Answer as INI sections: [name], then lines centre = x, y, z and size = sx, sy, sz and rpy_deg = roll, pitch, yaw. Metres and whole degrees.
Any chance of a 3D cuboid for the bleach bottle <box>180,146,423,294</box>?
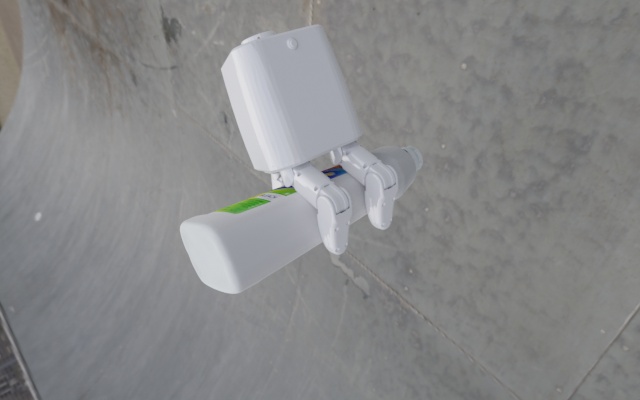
[bleach bottle]
centre = 0.000, 0.002, 0.465
size = 0.251, 0.068, 0.102
rpy_deg = -26, 13, -31
